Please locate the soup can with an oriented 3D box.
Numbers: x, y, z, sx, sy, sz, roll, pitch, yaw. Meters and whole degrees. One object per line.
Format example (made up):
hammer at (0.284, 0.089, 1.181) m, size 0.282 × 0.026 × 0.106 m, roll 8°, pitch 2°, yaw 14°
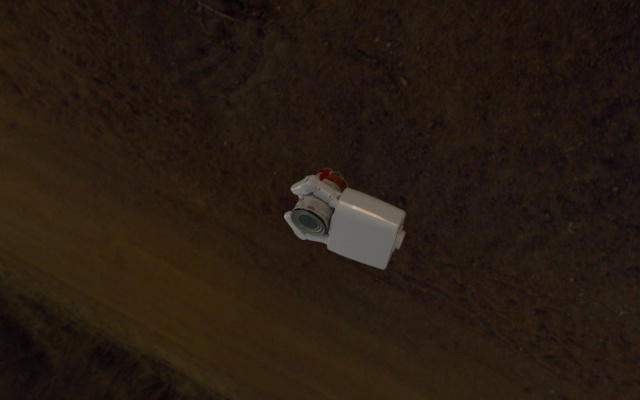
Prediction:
soup can at (0.000, 0.003, 0.824) m, size 0.068 × 0.102 × 0.069 m, roll 20°, pitch -36°, yaw 15°
